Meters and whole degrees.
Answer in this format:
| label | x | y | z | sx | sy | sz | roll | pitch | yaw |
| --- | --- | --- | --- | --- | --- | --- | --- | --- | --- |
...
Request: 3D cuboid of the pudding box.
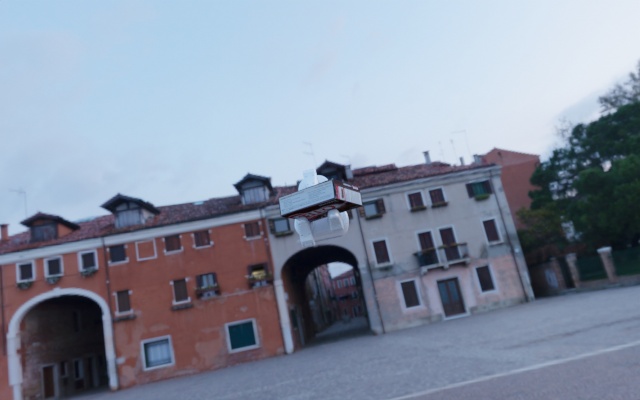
| label | x | y | z | sx | sy | sz | roll | pitch | yaw |
| --- | --- | --- | --- | --- | --- | --- | --- | --- | --- |
| pudding box | 0.000 | 0.002 | 0.798 | 0.113 | 0.039 | 0.090 | -21 | -18 | 29 |
